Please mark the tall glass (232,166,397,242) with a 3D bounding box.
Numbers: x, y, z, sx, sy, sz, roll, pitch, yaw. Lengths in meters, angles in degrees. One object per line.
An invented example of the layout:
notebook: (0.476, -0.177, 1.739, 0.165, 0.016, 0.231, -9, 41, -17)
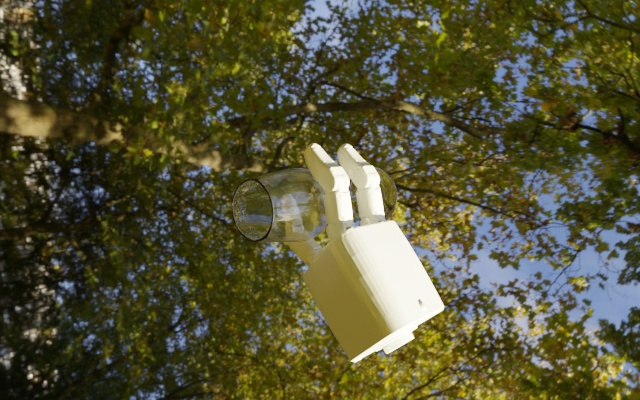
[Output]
tall glass: (0.000, 0.002, 0.533, 0.079, 0.079, 0.201, 0, 4, 42)
